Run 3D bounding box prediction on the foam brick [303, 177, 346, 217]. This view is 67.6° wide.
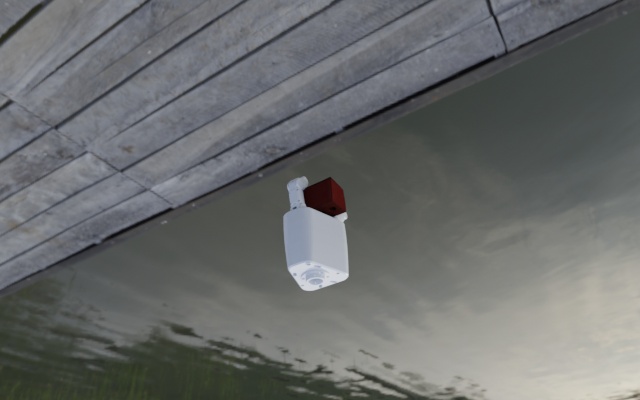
[{"bbox_3d":[0.000,0.003,0.867,0.078,0.051,0.053,-23,-36,23],"label":"foam brick"}]
